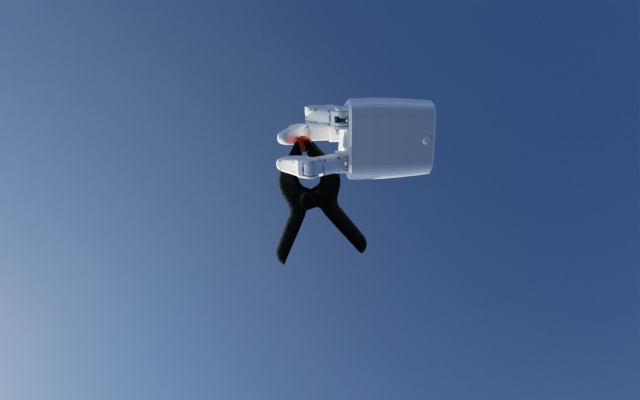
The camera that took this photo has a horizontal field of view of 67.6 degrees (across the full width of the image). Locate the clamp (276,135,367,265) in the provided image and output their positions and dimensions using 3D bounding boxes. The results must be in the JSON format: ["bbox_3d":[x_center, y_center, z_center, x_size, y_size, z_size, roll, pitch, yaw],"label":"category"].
[{"bbox_3d":[0.000,0.002,0.621,0.120,0.171,0.039,-2,17,-4],"label":"clamp"}]
